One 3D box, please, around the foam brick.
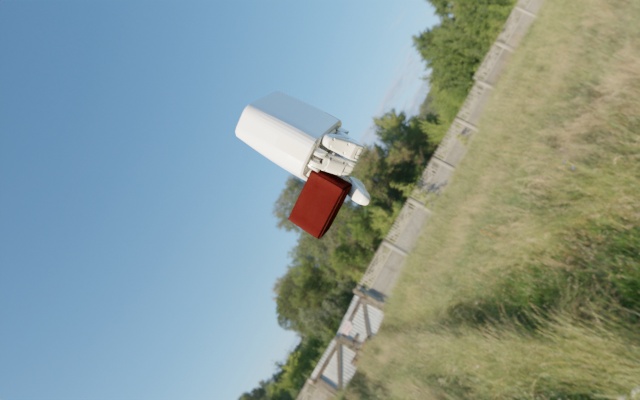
[{"bbox_3d":[0.000,0.002,0.651,0.051,0.078,0.053,29,16,8],"label":"foam brick"}]
